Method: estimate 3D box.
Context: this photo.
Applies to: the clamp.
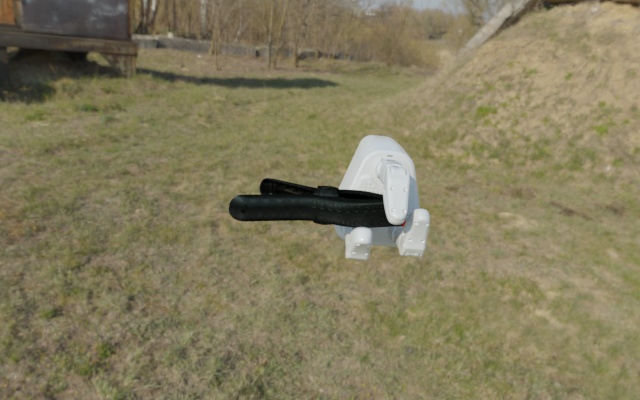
[{"bbox_3d":[0.000,0.001,0.494,0.171,0.039,0.120,6,18,-2],"label":"clamp"}]
